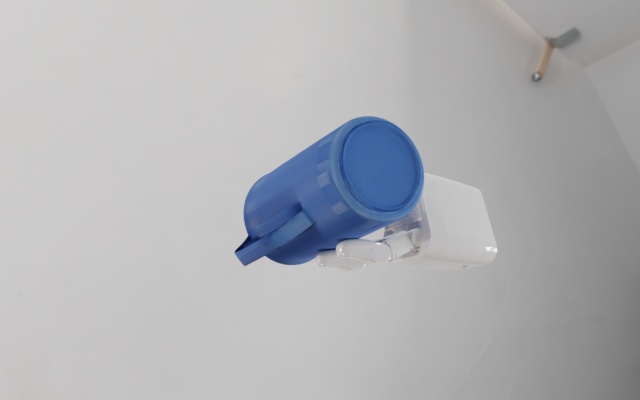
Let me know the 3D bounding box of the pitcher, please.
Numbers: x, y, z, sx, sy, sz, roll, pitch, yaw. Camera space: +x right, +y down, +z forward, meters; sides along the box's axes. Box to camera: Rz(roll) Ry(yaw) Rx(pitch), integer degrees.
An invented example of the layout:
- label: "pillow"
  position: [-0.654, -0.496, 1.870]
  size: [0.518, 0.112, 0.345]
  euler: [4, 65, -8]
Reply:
- label: "pitcher"
  position: [0.000, 0.002, 0.551]
  size: [0.145, 0.149, 0.243]
  euler: [13, -19, -23]
